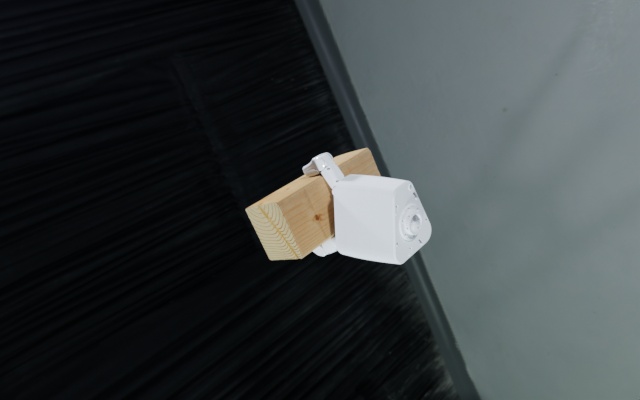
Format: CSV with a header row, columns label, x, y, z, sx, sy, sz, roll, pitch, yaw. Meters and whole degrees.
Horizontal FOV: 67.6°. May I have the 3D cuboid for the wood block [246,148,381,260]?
label,x,y,z,sx,sy,sz,roll,pitch,yaw
wood block,0.000,0.002,0.752,0.206,0.091,0.090,-33,14,-37
